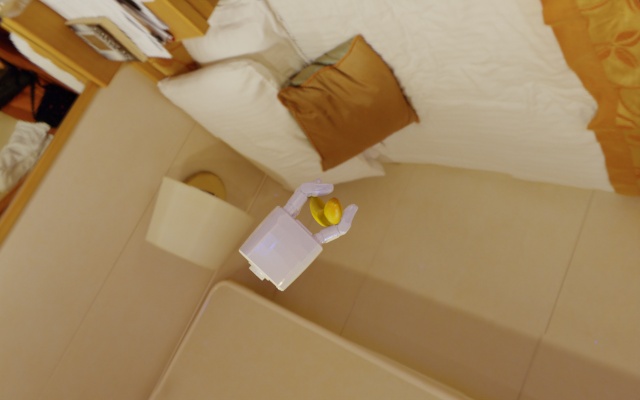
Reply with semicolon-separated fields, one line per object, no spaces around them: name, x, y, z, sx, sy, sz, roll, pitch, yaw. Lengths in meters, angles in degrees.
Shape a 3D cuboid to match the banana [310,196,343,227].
banana;0.008;0.019;0.902;0.037;0.070;0.198;-31;13;-10
